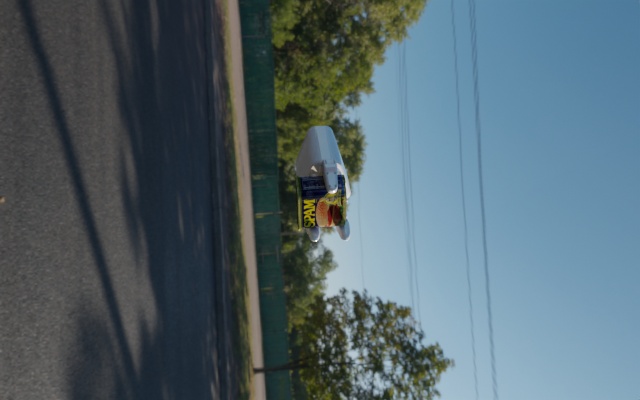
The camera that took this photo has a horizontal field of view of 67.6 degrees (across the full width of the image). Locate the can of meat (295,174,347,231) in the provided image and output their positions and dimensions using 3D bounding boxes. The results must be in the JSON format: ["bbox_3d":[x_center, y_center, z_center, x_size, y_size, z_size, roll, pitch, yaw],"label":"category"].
[{"bbox_3d":[0.000,0.003,0.830,0.084,0.102,0.057,-4,45,-5],"label":"can of meat"}]
